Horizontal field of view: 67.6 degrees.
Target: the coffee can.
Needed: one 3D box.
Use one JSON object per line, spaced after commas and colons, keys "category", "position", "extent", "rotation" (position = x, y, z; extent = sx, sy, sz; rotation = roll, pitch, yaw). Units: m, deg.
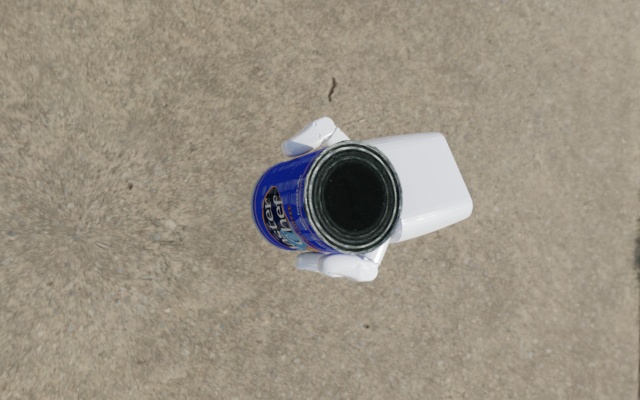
{"category": "coffee can", "position": [0.000, 0.002, 0.483], "extent": [0.103, 0.103, 0.140], "rotation": [0, -4, -27]}
